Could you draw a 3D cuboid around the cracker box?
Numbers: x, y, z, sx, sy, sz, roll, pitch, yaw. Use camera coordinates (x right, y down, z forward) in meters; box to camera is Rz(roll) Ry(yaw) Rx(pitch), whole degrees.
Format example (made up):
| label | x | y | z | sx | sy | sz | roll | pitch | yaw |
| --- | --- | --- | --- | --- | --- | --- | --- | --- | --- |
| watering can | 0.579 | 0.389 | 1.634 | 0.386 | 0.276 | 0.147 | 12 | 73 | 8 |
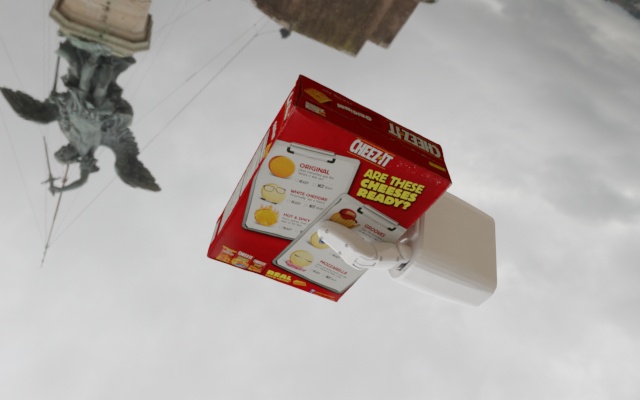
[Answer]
| label | x | y | z | sx | sy | sz | roll | pitch | yaw |
| --- | --- | --- | --- | --- | --- | --- | --- | --- | --- |
| cracker box | 0.000 | 0.002 | 0.494 | 0.164 | 0.072 | 0.214 | 23 | -52 | -18 |
